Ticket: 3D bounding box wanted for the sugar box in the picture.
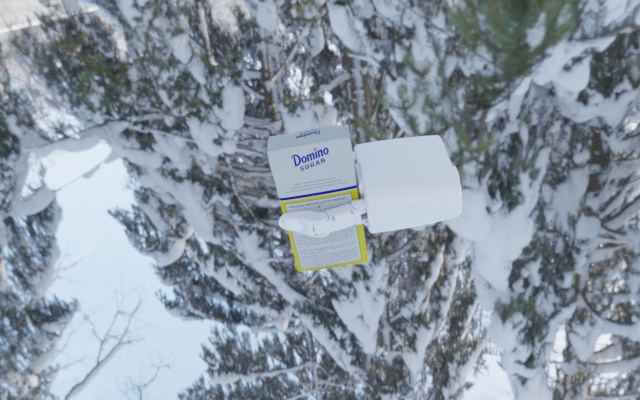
[{"bbox_3d":[0.000,0.002,0.570,0.093,0.176,0.048,-9,30,2],"label":"sugar box"}]
